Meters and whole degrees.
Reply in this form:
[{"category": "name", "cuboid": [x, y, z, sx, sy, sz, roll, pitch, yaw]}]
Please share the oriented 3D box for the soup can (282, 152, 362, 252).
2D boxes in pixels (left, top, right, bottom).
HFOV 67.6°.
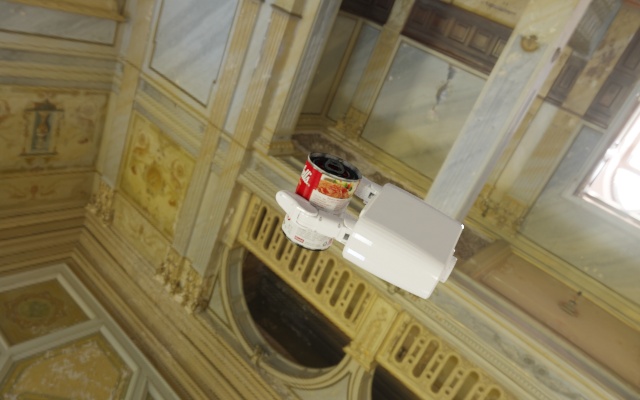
[{"category": "soup can", "cuboid": [0.000, 0.002, 0.579, 0.068, 0.102, 0.068, 19, 24, -9]}]
